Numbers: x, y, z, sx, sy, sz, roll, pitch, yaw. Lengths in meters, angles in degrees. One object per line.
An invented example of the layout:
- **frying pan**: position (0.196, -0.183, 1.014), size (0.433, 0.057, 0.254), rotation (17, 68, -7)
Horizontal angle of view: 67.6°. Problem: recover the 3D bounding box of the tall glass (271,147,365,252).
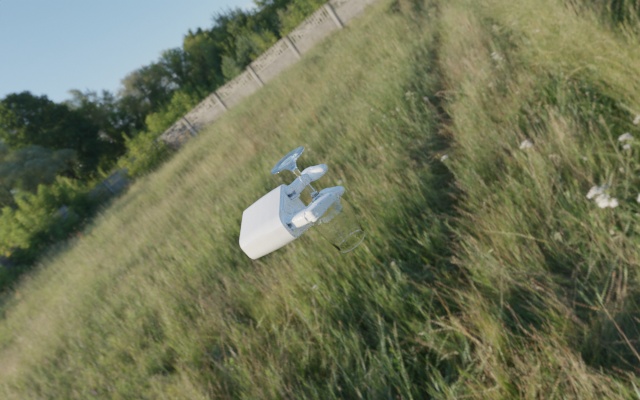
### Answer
- **tall glass**: position (0.000, 0.002, 0.868), size (0.079, 0.201, 0.079), rotation (-34, 19, 13)
